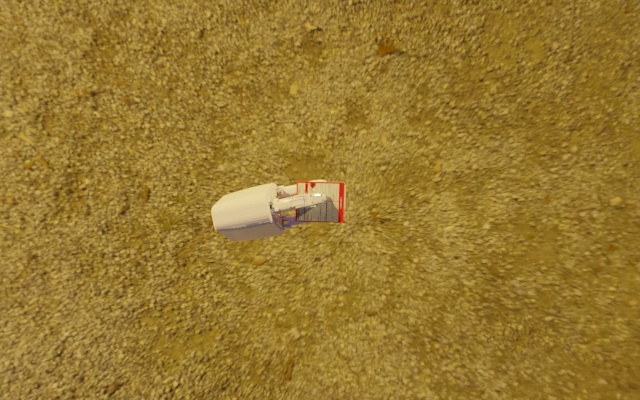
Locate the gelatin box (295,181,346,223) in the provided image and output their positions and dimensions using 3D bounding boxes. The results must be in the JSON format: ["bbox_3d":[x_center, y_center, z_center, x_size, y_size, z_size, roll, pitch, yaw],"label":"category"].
[{"bbox_3d":[0.000,0.003,0.864,0.089,0.073,0.030,2,-1,12],"label":"gelatin box"}]
